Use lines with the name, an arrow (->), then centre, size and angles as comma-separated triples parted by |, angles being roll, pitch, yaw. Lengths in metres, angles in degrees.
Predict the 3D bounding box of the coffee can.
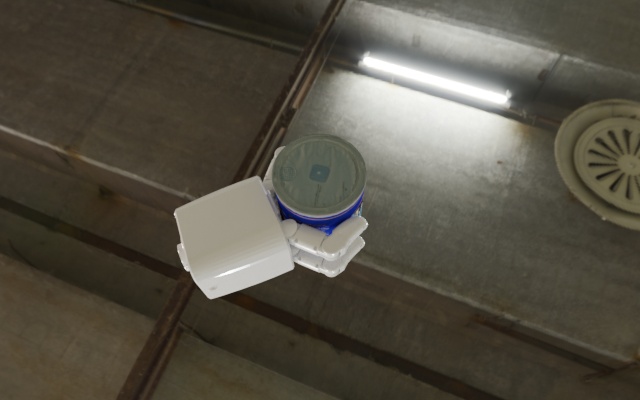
coffee can -> 0.000, 0.002, 0.573 | 0.103, 0.102, 0.140 | 0, -27, 2
